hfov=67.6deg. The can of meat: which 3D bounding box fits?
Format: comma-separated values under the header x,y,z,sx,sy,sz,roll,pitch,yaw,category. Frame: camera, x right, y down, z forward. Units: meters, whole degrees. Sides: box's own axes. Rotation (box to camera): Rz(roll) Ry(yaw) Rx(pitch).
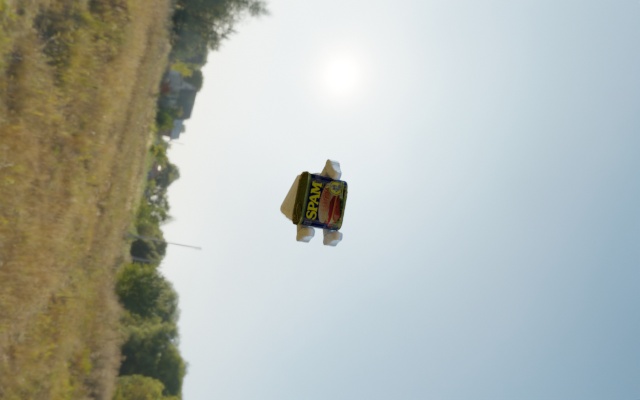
x,y,z,sx,sy,sz,roll,pitch,yaw,category
0.000,0.003,0.894,0.084,0.102,0.057,11,-3,-20,can of meat
